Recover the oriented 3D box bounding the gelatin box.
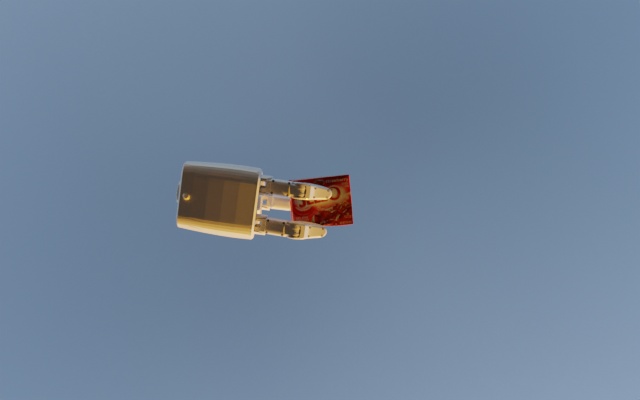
[{"bbox_3d":[0.000,0.002,0.694,0.089,0.073,0.030,-6,5,-8],"label":"gelatin box"}]
